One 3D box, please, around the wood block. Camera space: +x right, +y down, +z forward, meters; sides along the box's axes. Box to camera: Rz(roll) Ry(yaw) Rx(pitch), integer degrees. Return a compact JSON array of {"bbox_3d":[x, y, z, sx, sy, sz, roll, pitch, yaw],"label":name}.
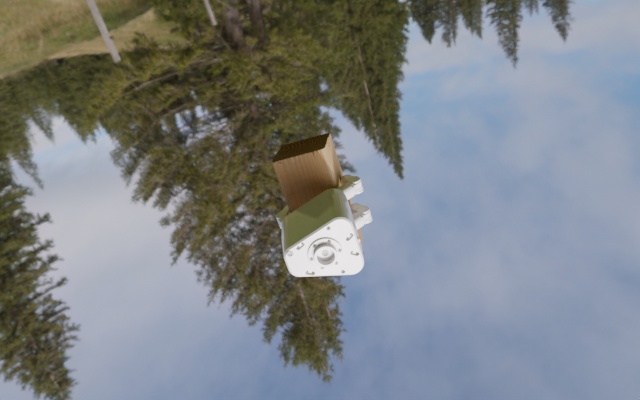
[{"bbox_3d":[0.000,0.003,0.815,0.091,0.206,0.090,-13,22,13],"label":"wood block"}]
